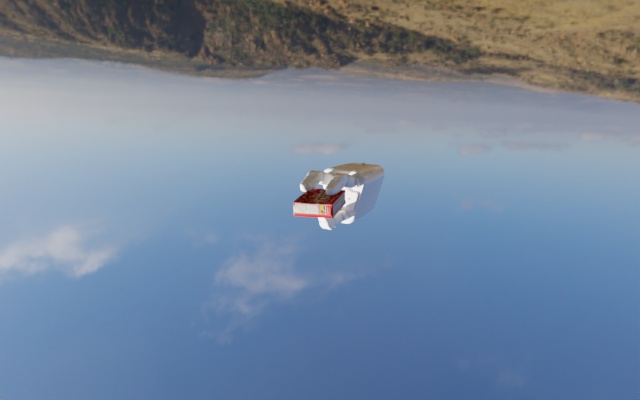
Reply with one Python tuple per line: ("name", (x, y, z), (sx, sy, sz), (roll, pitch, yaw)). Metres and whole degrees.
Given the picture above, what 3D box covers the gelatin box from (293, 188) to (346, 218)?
("gelatin box", (0.000, 0.003, 0.866), (0.073, 0.030, 0.089), (4, 20, 18))
